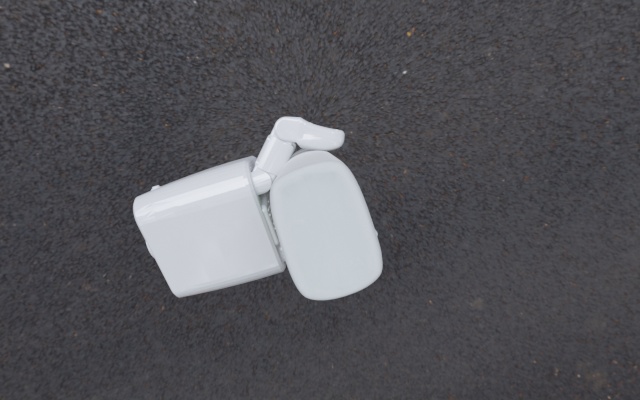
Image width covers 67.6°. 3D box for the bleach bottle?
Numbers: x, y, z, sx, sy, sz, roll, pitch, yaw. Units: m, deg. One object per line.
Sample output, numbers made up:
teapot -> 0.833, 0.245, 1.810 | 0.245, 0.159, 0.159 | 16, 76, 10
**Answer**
bleach bottle -> 0.000, 0.001, 0.454 | 0.068, 0.102, 0.251 | -18, 9, 1
